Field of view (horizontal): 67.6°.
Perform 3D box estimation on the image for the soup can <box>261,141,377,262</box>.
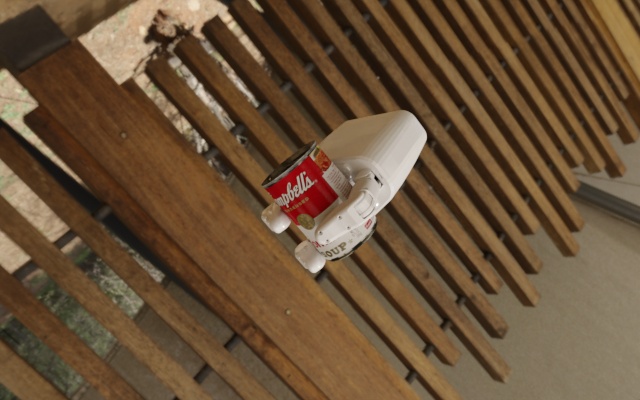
[{"bbox_3d":[0.000,0.002,0.472,0.068,0.102,0.068,-37,13,10],"label":"soup can"}]
